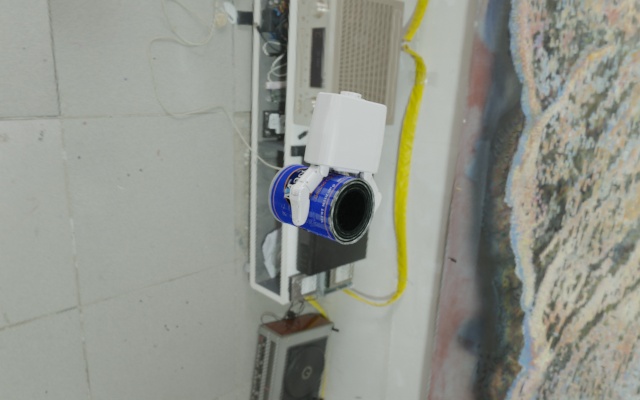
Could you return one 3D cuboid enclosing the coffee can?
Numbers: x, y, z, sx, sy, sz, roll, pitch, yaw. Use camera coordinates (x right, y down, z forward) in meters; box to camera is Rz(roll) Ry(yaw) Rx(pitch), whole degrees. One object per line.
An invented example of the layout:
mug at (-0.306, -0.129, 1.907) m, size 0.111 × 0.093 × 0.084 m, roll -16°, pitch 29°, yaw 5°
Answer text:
coffee can at (0.000, 0.003, 0.758) m, size 0.140 × 0.103 × 0.103 m, roll 16°, pitch 11°, yaw 42°
